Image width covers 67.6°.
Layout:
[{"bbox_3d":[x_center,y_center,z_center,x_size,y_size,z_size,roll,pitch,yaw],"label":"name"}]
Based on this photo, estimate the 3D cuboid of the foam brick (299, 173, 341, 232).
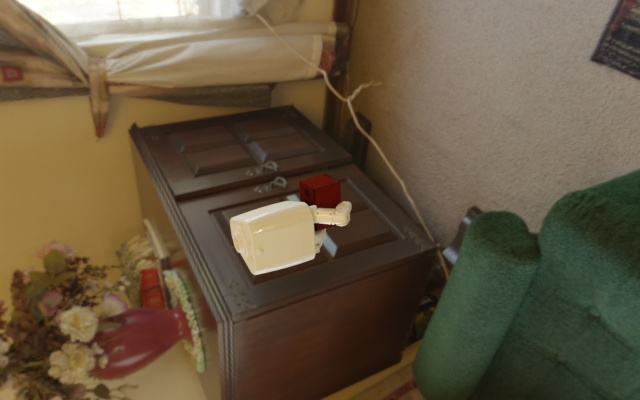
[{"bbox_3d":[0.000,0.002,0.800,0.051,0.078,0.053,-15,25,-25],"label":"foam brick"}]
